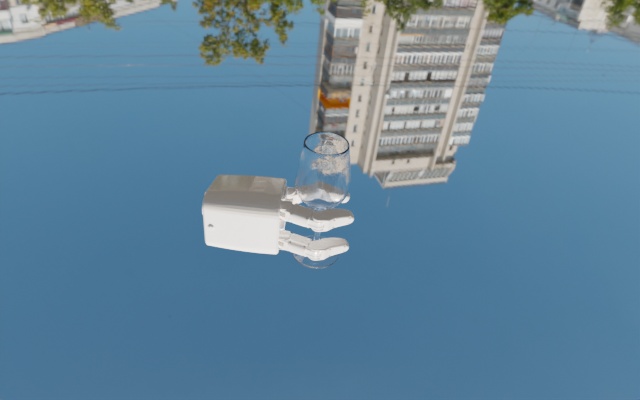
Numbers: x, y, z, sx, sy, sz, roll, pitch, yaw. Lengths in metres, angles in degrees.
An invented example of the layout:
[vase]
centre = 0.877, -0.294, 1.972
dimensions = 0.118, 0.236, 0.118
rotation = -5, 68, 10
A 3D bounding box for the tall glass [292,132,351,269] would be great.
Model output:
[tall glass]
centre = 0.000, 0.003, 0.696
dimensions = 0.079, 0.201, 0.079
rotation = 4, 37, -3
